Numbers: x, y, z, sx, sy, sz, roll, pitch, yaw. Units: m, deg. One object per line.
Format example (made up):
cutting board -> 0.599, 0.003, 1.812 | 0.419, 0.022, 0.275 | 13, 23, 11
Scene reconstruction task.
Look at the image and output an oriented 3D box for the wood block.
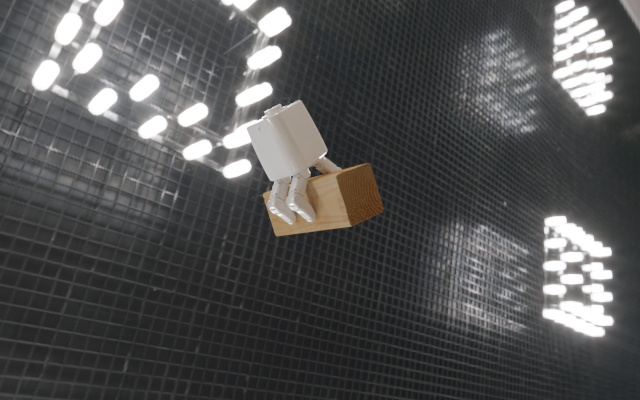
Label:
wood block -> 0.000, 0.002, 0.866 | 0.091, 0.090, 0.206 | -22, 7, -41
